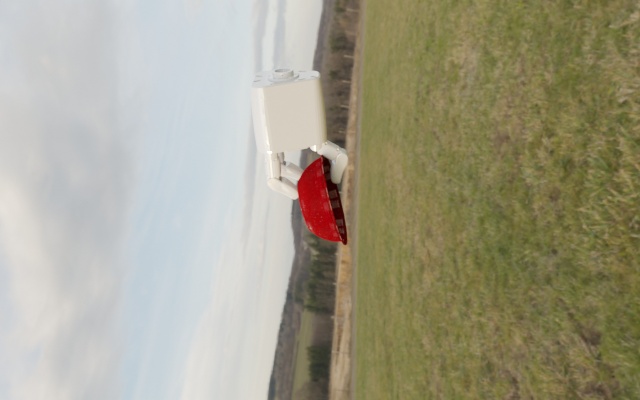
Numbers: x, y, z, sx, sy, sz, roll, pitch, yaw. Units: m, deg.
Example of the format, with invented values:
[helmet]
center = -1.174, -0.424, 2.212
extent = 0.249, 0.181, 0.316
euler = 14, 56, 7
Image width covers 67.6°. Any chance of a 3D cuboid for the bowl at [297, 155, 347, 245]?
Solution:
[bowl]
center = 0.000, 0.004, 0.809
extent = 0.055, 0.162, 0.162
euler = -14, -2, 8
